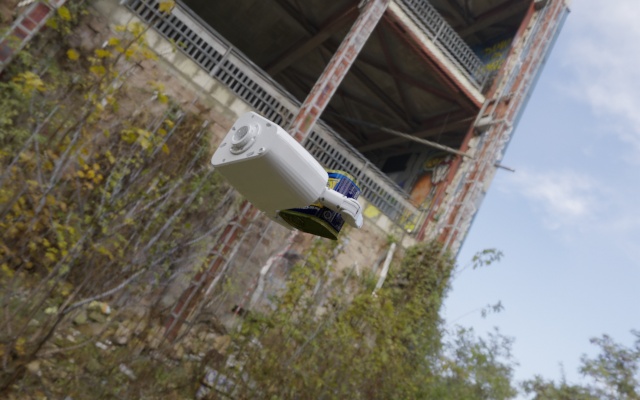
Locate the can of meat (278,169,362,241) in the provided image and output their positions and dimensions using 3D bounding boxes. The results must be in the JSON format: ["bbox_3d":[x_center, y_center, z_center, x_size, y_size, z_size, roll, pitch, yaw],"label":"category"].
[{"bbox_3d":[0.000,0.002,0.690,0.102,0.084,0.057,10,-26,47],"label":"can of meat"}]
